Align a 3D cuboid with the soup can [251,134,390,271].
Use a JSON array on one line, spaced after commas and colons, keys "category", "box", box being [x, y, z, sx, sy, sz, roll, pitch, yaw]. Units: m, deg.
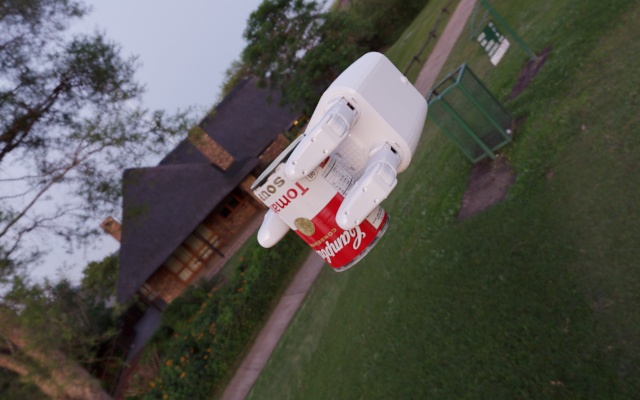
[{"category": "soup can", "box": [0.000, 0.001, 0.406, 0.102, 0.068, 0.068, 44, -10, -10]}]
